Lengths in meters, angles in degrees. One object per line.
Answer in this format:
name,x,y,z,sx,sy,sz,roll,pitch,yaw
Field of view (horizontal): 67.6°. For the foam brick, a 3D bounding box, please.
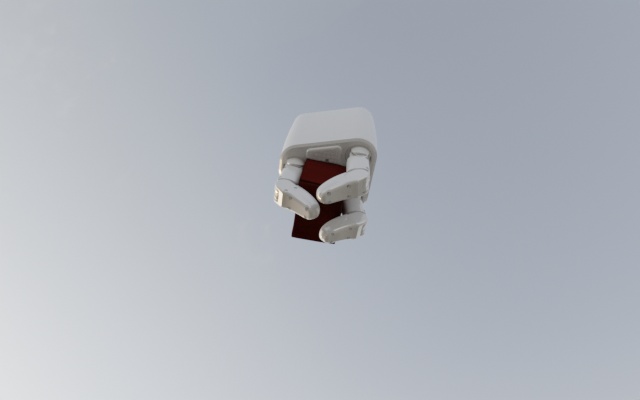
foam brick,0.000,0.002,0.545,0.053,0.078,0.051,11,34,1
